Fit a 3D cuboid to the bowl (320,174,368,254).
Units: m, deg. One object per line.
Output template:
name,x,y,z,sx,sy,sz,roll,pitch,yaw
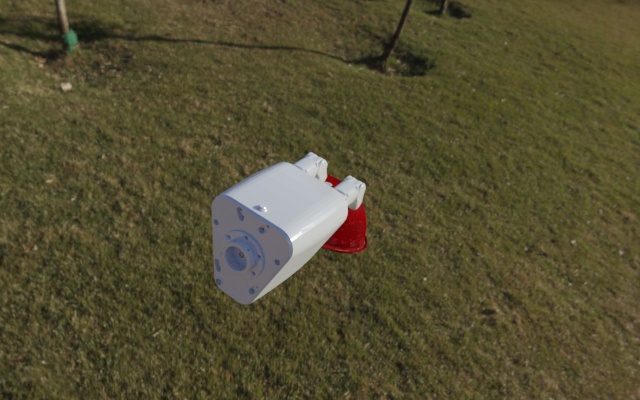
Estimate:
bowl,0.001,0.001,0.627,0.162,0.055,0.162,23,18,-8
